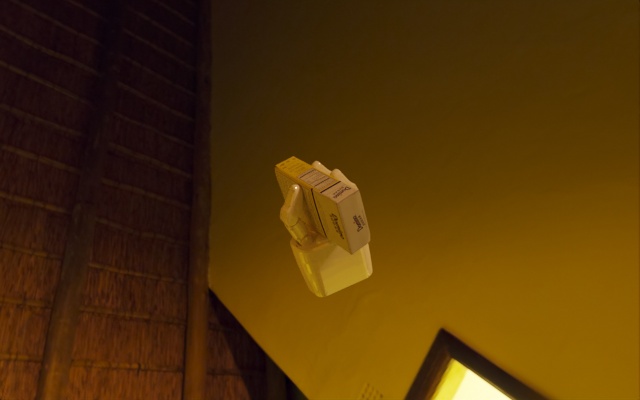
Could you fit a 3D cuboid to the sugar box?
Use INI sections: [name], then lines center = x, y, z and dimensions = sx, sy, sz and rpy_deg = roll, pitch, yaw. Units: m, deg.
[sugar box]
center = 0.001, 0.002, 0.719
dimensions = 0.048, 0.093, 0.176
rpy_deg = -33, 36, -23
